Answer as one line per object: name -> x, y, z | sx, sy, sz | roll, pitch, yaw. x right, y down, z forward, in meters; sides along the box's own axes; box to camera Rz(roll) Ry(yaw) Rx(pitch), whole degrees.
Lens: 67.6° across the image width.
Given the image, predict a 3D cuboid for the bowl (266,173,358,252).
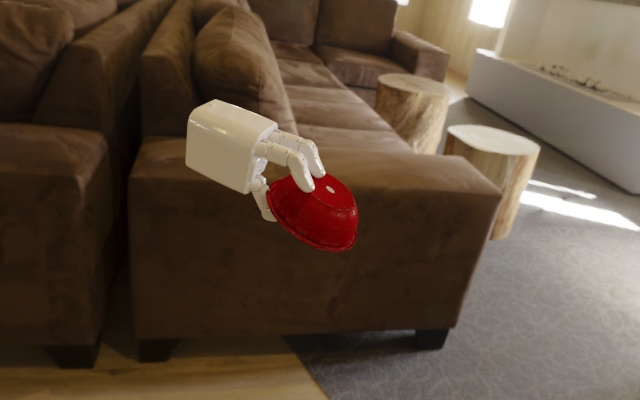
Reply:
bowl -> 0.001, 0.003, 0.733 | 0.162, 0.055, 0.162 | 26, 30, -16
